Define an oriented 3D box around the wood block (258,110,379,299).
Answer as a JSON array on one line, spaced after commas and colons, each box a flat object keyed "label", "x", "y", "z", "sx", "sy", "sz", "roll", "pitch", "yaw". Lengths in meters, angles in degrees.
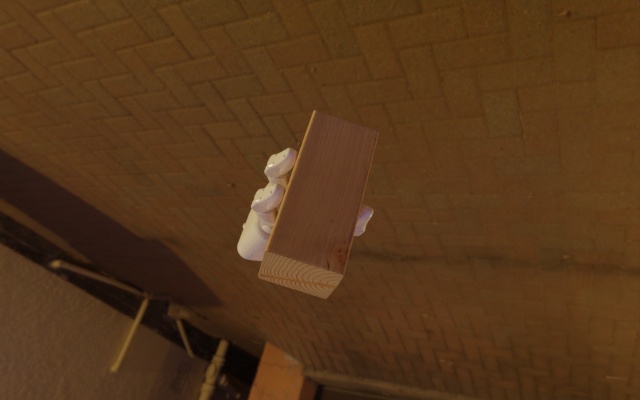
[{"label": "wood block", "x": 0.000, "y": 0.002, "z": 0.595, "sx": 0.091, "sy": 0.206, "sz": 0.090, "roll": 18, "pitch": -31, "yaw": -3}]
